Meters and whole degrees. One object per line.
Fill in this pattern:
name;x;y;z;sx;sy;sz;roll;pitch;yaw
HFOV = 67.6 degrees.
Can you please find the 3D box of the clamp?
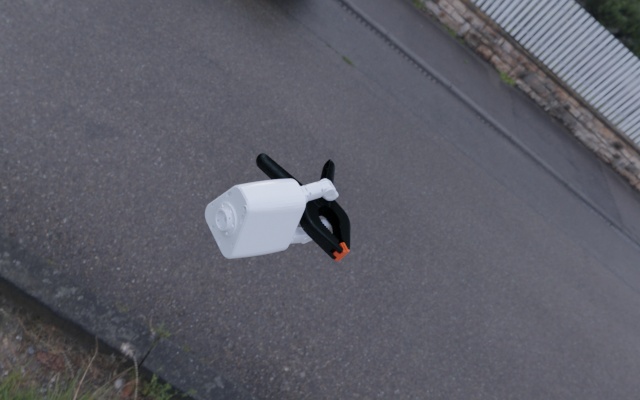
clamp;0.001;0.003;0.797;0.164;0.210;0.036;-8;-32;-44
